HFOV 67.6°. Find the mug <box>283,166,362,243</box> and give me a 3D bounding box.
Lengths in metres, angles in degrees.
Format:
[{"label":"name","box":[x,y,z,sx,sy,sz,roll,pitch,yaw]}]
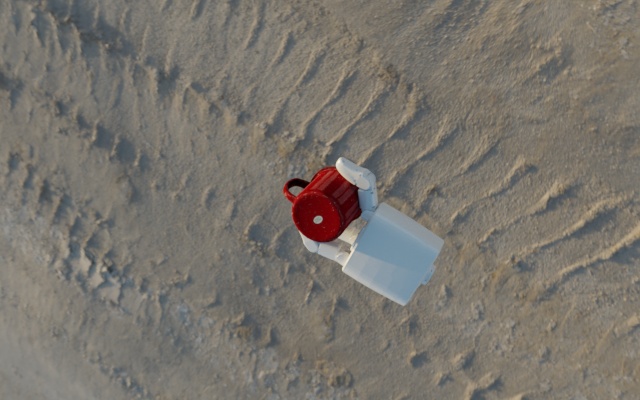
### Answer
[{"label":"mug","box":[-0.001,0.002,0.687,0.117,0.093,0.081,29,33,10]}]
